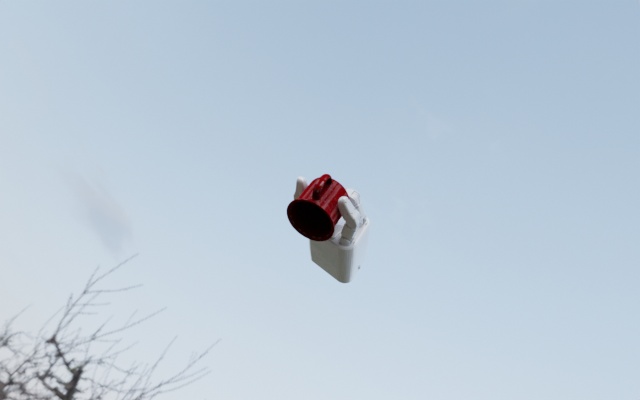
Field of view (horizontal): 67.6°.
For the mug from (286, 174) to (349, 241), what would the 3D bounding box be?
[{"bbox_3d":[0.000,0.002,0.837,0.093,0.117,0.081,20,45,18],"label":"mug"}]
